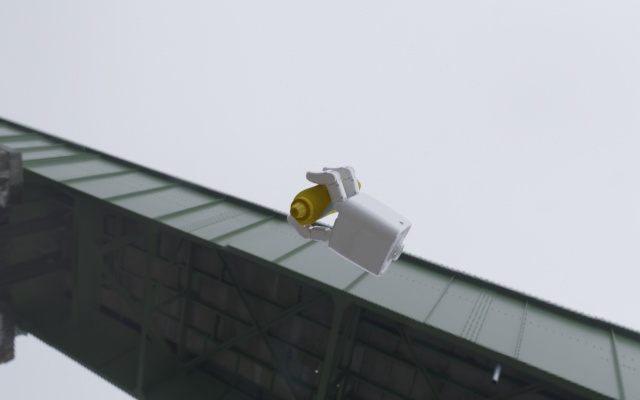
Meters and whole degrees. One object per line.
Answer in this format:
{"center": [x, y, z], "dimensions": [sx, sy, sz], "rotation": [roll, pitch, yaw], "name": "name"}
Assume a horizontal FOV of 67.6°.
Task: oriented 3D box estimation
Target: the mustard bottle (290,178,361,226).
{"center": [0.000, 0.003, 0.866], "dimensions": [0.096, 0.058, 0.191], "rotation": [-41, -9, 28], "name": "mustard bottle"}
